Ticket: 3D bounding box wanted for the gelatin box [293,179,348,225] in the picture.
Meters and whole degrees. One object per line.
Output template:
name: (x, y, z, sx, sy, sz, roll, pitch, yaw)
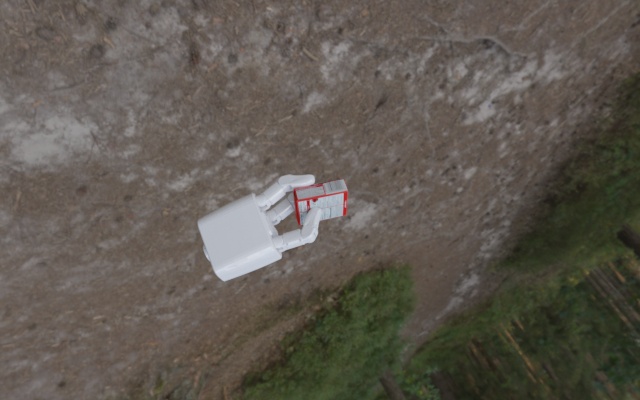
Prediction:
gelatin box: (0.001, 0.003, 0.807, 0.089, 0.030, 0.073, -11, -35, -6)
